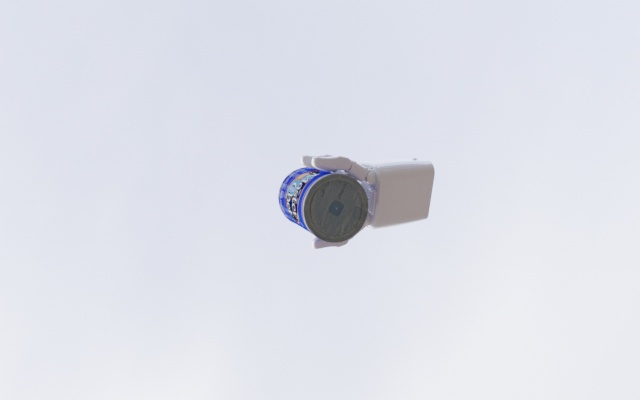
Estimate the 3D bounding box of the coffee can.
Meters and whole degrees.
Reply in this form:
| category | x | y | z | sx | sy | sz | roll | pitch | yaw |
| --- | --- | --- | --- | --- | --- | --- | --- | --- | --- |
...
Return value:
| category | x | y | z | sx | sy | sz | roll | pitch | yaw |
| --- | --- | --- | --- | --- | --- | --- | --- | --- | --- |
| coffee can | 0.000 | 0.003 | 0.759 | 0.103 | 0.103 | 0.140 | 0 | 8 | -20 |
